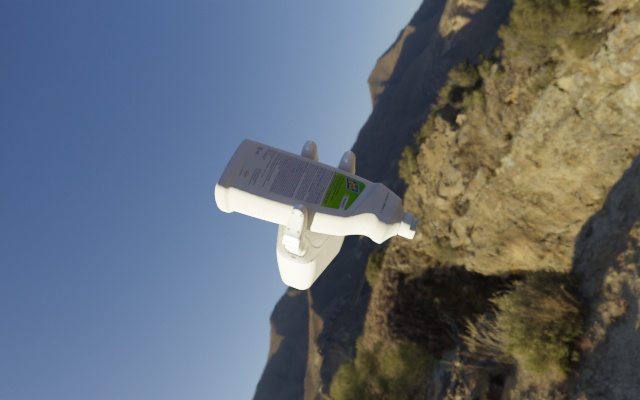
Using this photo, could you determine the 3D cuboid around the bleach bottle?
[{"bbox_3d":[0.000,0.002,0.617,0.251,0.102,0.068,19,-29,9],"label":"bleach bottle"}]
